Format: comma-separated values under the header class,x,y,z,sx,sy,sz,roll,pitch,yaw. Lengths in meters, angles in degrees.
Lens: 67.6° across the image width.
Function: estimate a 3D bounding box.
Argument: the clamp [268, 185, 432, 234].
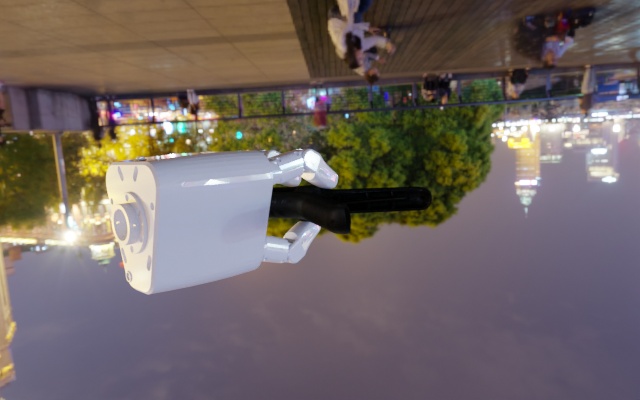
class,x,y,z,sx,sy,sz,roll,pitch,yaw
clamp,0.000,0.002,0.504,0.210,0.036,0.164,5,9,44
